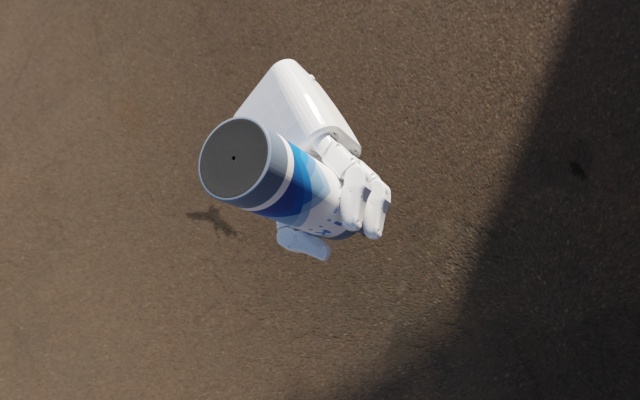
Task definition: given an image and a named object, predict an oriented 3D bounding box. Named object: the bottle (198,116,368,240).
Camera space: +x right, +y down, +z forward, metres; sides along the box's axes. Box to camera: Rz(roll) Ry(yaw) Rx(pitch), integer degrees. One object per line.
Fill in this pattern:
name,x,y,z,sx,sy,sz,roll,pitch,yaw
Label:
bottle,0.000,0.002,0.481,0.069,0.069,0.296,0,-13,27
